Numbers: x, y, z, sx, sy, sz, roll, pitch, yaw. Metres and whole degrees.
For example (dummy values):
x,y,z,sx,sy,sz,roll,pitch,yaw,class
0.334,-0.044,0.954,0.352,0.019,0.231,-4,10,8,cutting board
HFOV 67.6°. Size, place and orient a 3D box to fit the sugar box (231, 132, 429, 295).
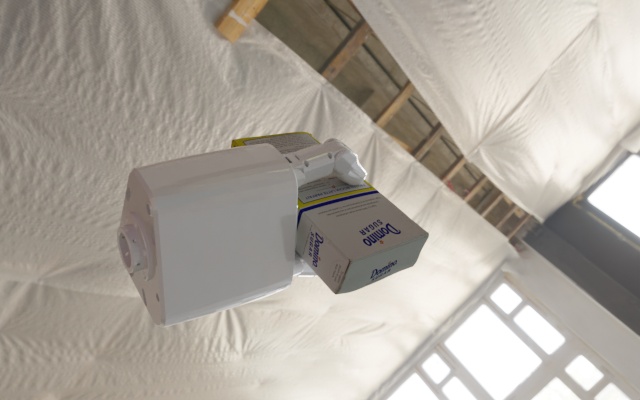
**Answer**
x,y,z,sx,sy,sz,roll,pitch,yaw,class
0.000,0.002,0.426,0.093,0.048,0.176,-13,46,-37,sugar box
